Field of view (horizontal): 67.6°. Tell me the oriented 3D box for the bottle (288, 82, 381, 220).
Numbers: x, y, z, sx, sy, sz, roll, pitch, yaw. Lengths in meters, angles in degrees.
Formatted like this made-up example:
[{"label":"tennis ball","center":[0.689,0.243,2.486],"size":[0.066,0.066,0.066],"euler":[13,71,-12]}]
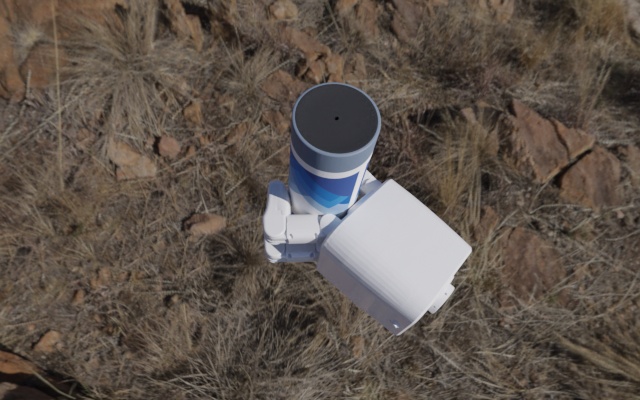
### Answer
[{"label":"bottle","center":[0.000,0.001,0.484],"size":[0.069,0.069,0.296],"euler":[0,-25,-5]}]
